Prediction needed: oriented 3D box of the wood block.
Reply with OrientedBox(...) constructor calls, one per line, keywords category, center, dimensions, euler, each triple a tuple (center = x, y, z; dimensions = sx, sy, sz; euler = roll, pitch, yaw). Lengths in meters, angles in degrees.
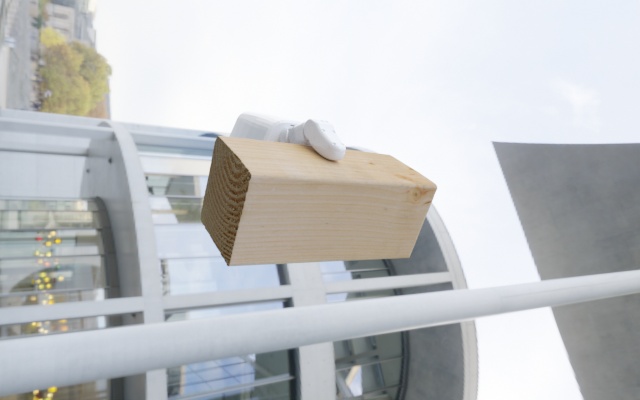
OrientedBox(category="wood block", center=(0.000, 0.001, 0.474), dimensions=(0.206, 0.091, 0.090), euler=(2, 26, -33))
